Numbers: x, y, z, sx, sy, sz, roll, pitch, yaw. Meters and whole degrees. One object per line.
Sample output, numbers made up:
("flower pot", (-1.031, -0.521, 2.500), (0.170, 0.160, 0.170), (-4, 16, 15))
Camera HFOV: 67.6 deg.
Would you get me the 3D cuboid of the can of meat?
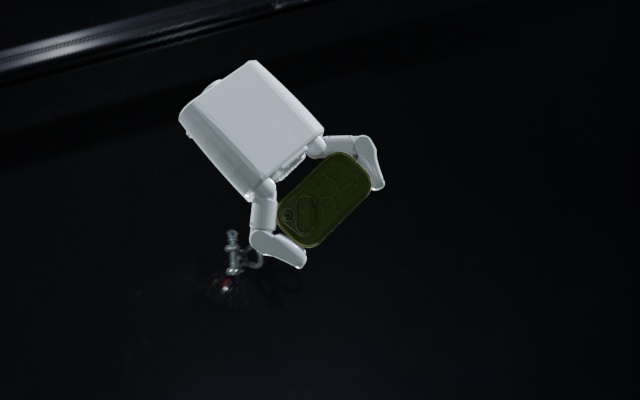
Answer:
("can of meat", (0.000, 0.002, 0.516), (0.102, 0.057, 0.084), (-45, 0, -6))
